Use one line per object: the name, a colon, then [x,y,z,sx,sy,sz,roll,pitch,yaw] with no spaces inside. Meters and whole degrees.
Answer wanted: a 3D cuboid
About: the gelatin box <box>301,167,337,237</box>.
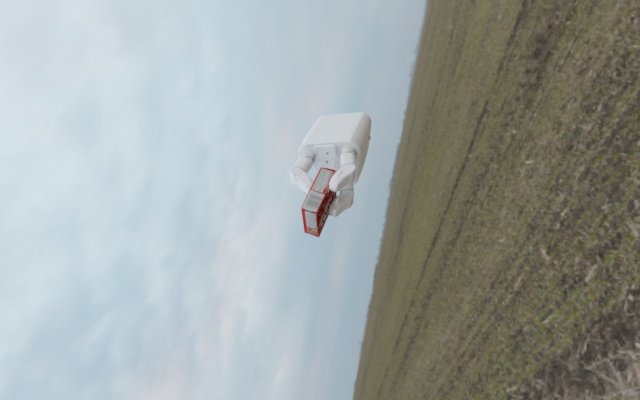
gelatin box: [0.000,0.003,0.772,0.030,0.089,0.073,16,-33,14]
